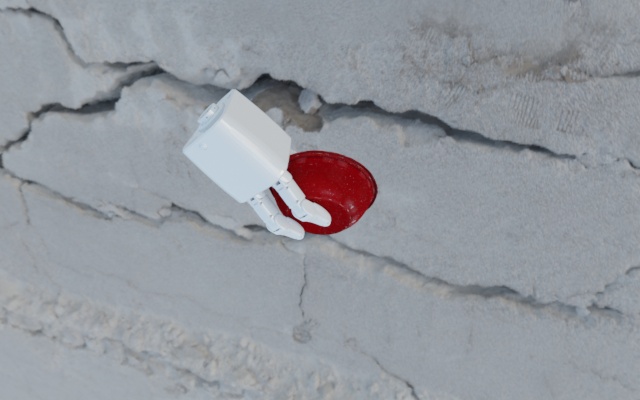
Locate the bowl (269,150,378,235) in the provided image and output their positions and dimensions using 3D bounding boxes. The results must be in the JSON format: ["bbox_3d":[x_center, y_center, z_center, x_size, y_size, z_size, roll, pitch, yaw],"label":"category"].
[{"bbox_3d":[0.001,0.003,0.686,0.162,0.055,0.162,5,-37,4],"label":"bowl"}]
